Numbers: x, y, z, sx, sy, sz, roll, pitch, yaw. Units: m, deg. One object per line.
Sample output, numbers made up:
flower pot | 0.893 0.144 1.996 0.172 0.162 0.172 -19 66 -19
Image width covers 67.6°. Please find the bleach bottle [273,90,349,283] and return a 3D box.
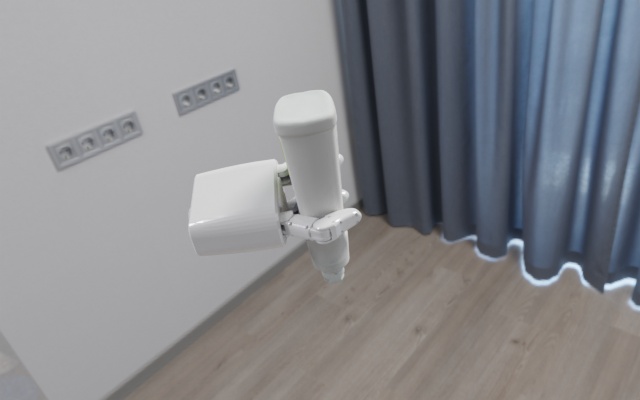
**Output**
bleach bottle | 0.000 0.002 0.581 0.068 0.251 0.102 -9 31 2
